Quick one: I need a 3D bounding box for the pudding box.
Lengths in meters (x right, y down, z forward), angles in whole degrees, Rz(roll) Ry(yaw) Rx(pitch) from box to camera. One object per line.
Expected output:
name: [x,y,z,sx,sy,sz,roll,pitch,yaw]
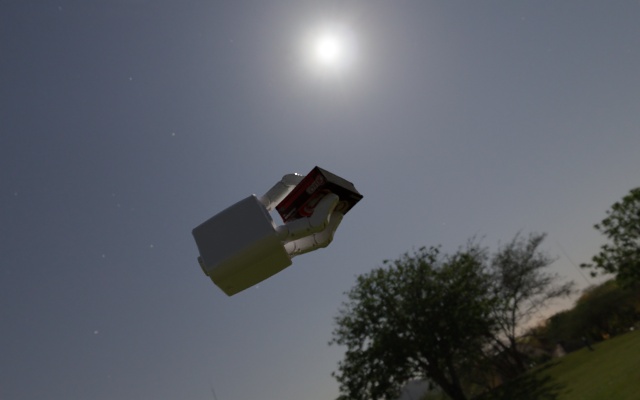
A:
pudding box: [0.000,0.002,0.710,0.090,0.039,0.113,-44,-28,17]
